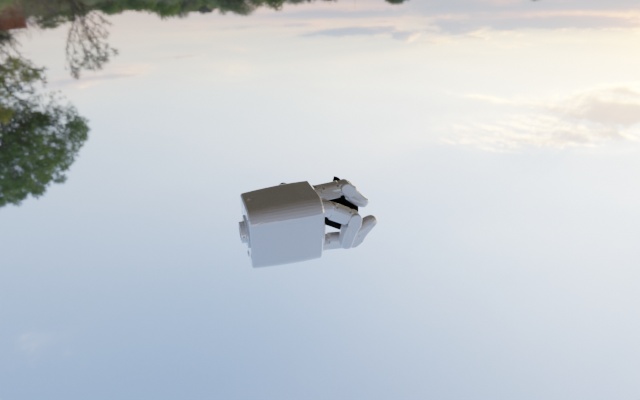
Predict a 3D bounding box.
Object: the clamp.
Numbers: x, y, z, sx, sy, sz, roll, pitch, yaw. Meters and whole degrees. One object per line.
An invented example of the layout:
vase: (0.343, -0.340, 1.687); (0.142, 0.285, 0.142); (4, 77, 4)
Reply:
clamp: (0.000, 0.003, 0.783); (0.120, 0.039, 0.171); (-10, 25, -14)
